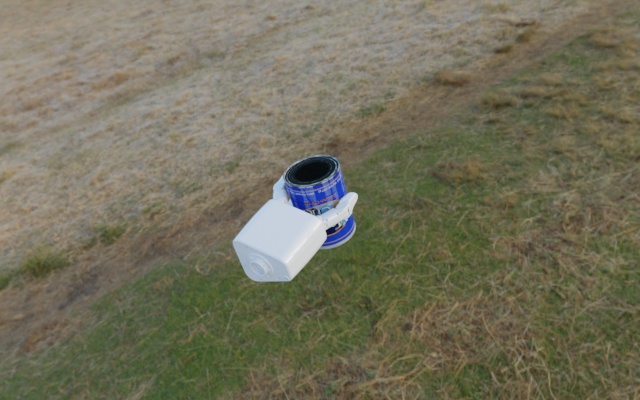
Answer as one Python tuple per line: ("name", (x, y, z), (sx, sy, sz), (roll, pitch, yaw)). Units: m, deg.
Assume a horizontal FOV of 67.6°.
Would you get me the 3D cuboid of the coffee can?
("coffee can", (0.000, 0.003, 0.867), (0.103, 0.140, 0.102), (-11, 33, 8))
